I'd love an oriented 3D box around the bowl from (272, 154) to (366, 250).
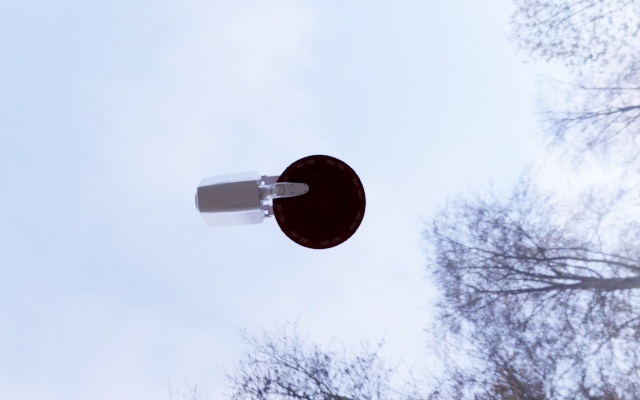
[{"bbox_3d":[0.002,0.003,0.830,0.162,0.162,0.055,0,0,8],"label":"bowl"}]
